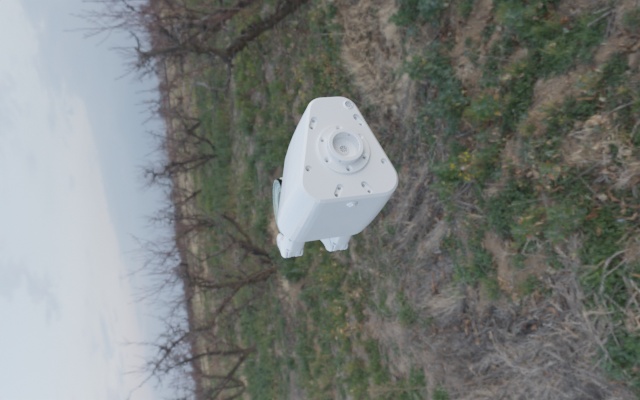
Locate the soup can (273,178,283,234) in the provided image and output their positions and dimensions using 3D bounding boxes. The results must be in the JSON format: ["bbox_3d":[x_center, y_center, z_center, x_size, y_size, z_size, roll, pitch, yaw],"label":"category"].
[{"bbox_3d":[0.000,0.002,0.567,0.102,0.068,0.068,-7,2,-16],"label":"soup can"}]
